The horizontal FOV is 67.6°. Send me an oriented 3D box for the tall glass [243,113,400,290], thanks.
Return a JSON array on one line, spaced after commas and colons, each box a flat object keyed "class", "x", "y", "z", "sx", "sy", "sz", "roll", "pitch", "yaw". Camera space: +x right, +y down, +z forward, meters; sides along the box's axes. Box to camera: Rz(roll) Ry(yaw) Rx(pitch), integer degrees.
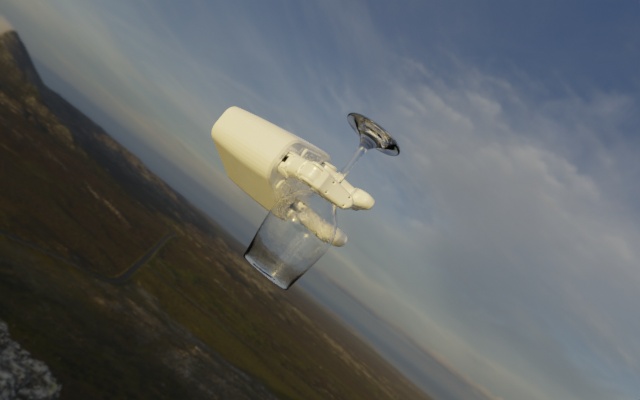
[{"class": "tall glass", "x": 0.001, "y": 0.001, "z": 0.534, "sx": 0.079, "sy": 0.201, "sz": 0.079, "roll": 37, "pitch": -8, "yaw": 6}]
